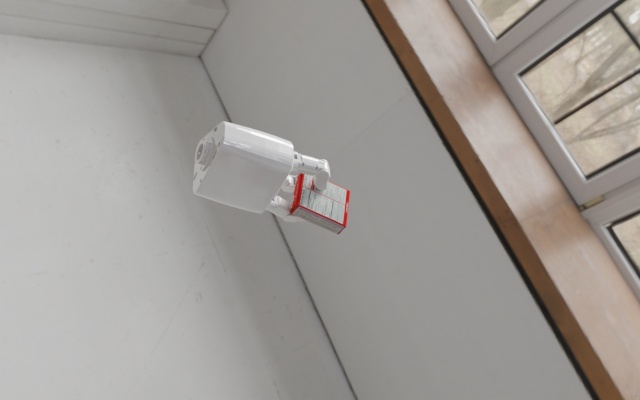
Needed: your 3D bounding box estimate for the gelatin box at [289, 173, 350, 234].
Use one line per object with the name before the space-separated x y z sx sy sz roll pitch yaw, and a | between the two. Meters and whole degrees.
gelatin box | 0.001 0.002 0.744 0.089 0.073 0.030 24 -42 -18
